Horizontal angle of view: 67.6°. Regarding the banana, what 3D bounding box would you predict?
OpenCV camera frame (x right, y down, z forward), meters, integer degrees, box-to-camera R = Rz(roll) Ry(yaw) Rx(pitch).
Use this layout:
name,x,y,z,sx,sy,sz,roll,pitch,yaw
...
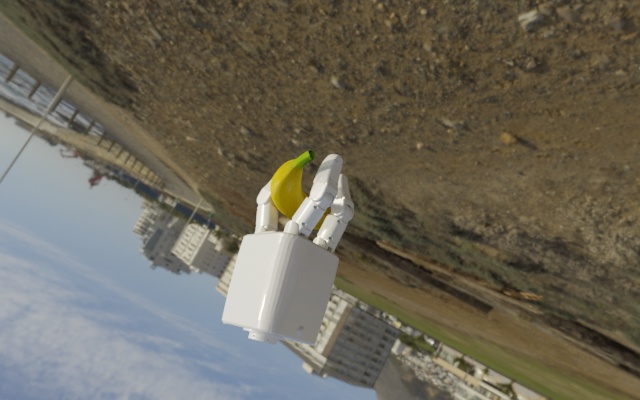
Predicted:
name,x,y,z,sx,sy,sz,roll,pitch,yaw
banana,-0.019,0.002,0.598,0.069,0.037,0.198,-6,-25,11
